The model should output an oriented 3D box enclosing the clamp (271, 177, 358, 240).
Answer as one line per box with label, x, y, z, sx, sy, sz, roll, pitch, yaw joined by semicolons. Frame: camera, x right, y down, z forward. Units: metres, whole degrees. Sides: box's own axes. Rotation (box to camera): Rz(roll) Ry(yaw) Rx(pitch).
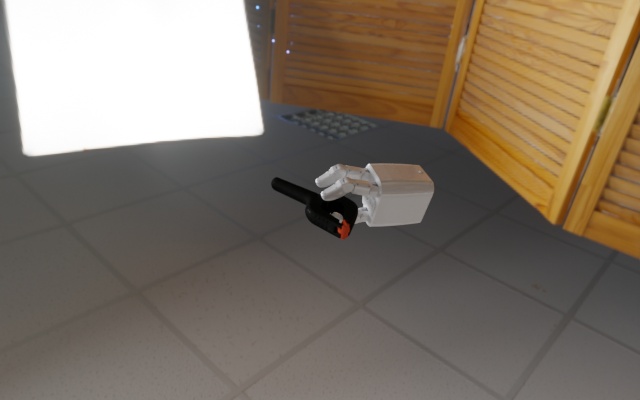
clamp;0.000;0.004;0.870;0.164;0.036;0.209;-3;30;-11
